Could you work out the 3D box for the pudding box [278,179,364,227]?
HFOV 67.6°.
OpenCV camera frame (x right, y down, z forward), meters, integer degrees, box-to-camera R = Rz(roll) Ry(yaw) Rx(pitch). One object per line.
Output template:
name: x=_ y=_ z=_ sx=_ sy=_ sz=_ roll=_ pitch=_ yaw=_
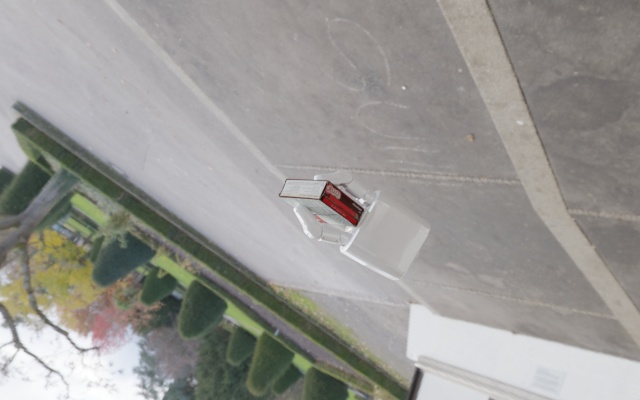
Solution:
pudding box: x=0.000 y=0.003 z=0.764 sx=0.090 sy=0.039 sz=0.113 roll=38 pitch=-22 yaw=-34
